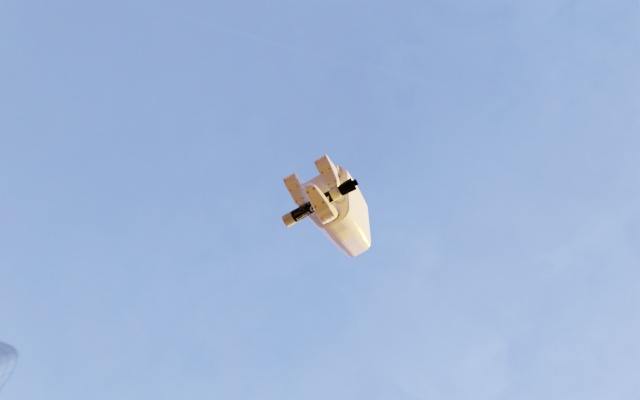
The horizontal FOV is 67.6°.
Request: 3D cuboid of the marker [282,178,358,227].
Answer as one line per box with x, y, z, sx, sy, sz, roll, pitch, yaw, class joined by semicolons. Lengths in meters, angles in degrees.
0.000;0.002;0.689;0.121;0.020;0.020;-29;-5;8;marker
